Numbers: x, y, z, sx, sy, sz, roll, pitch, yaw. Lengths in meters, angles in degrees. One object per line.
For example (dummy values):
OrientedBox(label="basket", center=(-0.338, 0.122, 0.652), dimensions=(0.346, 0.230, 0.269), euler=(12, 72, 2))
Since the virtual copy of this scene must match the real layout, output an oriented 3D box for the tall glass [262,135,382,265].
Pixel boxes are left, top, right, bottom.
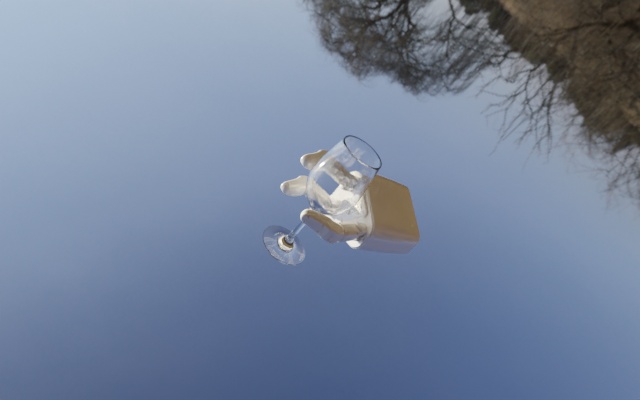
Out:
OrientedBox(label="tall glass", center=(0.000, 0.003, 0.667), dimensions=(0.079, 0.079, 0.201), euler=(0, -41, -47))
